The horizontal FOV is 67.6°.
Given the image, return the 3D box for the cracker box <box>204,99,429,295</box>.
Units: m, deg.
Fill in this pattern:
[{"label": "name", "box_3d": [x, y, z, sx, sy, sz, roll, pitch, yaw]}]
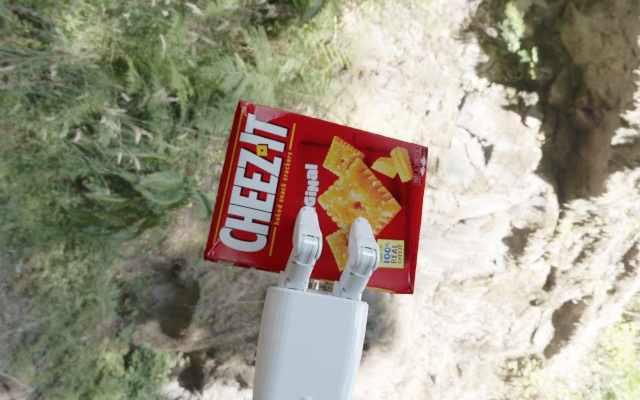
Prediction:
[{"label": "cracker box", "box_3d": [0.000, 0.002, 0.505, 0.214, 0.164, 0.072, 12, -13, -12]}]
